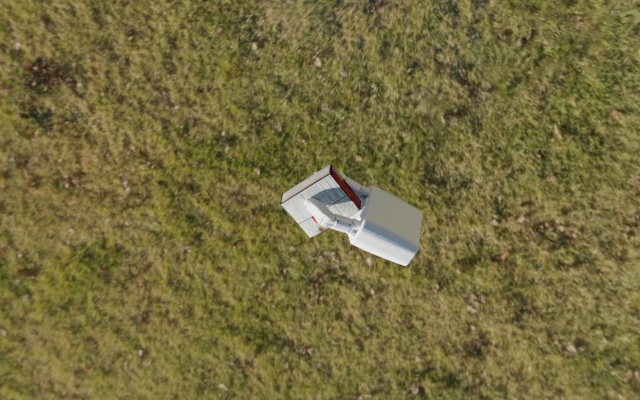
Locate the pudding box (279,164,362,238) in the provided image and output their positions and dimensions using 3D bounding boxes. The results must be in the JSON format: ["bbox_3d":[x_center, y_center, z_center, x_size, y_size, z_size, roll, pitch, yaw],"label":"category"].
[{"bbox_3d":[0.000,0.003,0.821,0.113,0.090,0.039,-31,23,21],"label":"pudding box"}]
